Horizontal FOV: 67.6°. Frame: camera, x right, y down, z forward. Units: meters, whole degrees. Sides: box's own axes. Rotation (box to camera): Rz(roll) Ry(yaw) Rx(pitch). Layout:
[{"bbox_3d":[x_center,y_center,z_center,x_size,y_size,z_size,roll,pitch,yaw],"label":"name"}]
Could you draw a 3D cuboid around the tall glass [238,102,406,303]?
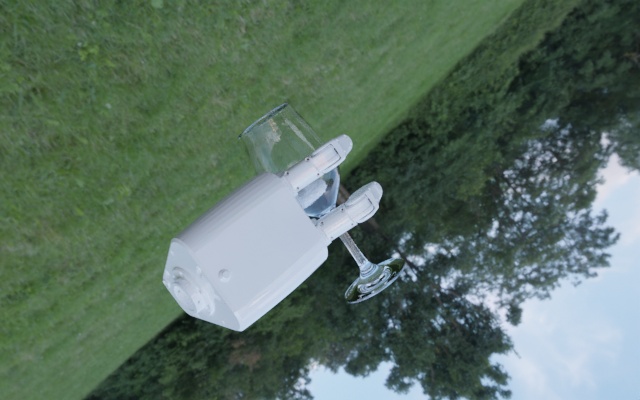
[{"bbox_3d":[0.001,0.002,0.483,0.079,0.201,0.079,-34,6,4],"label":"tall glass"}]
